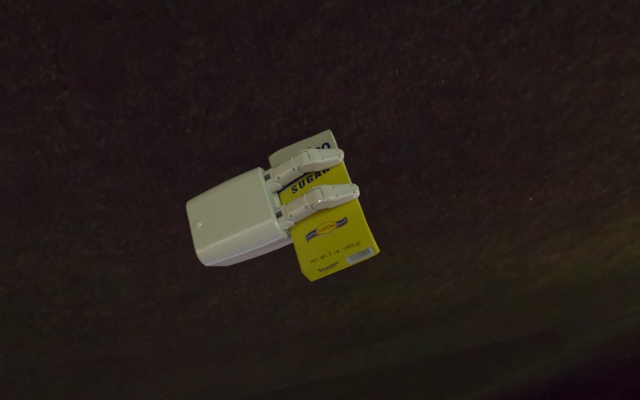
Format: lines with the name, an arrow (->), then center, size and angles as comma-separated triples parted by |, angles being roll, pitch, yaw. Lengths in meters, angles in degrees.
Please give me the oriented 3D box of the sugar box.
sugar box -> 0.000, 0.002, 0.603 | 0.093, 0.176, 0.048 | -23, -27, 5
